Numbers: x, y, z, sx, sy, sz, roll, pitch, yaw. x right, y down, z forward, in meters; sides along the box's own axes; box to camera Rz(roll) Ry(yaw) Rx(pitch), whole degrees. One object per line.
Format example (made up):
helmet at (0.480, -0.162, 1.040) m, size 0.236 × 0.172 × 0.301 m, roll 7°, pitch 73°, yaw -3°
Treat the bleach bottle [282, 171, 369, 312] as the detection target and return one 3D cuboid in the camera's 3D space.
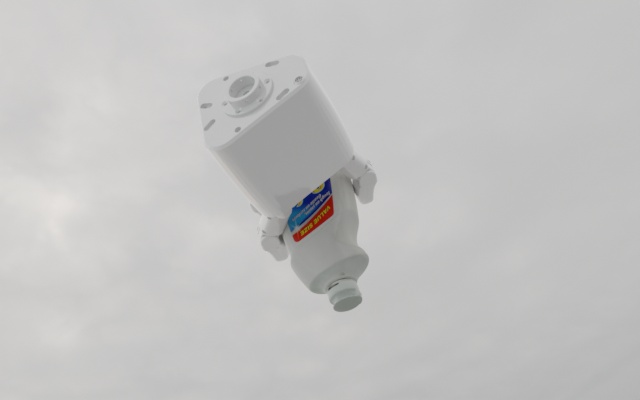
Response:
bleach bottle at (0.000, 0.002, 0.524) m, size 0.102 × 0.250 × 0.068 m, roll -26°, pitch -39°, yaw 7°
